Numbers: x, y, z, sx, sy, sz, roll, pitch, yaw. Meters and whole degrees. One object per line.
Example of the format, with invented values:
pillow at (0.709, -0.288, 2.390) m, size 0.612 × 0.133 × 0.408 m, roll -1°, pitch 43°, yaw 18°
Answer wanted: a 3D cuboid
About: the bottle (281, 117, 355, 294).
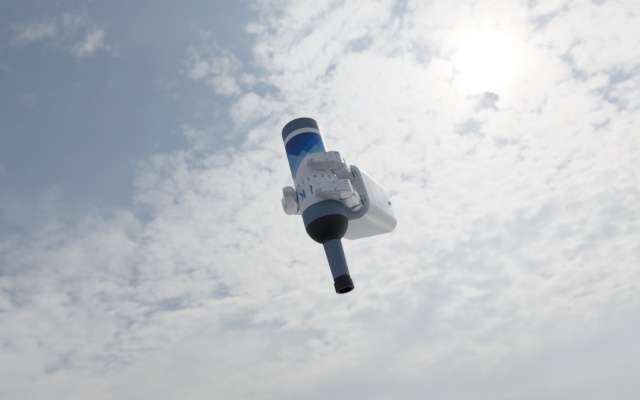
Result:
bottle at (0.000, 0.002, 0.731) m, size 0.069 × 0.295 × 0.069 m, roll -11°, pitch -32°, yaw -7°
